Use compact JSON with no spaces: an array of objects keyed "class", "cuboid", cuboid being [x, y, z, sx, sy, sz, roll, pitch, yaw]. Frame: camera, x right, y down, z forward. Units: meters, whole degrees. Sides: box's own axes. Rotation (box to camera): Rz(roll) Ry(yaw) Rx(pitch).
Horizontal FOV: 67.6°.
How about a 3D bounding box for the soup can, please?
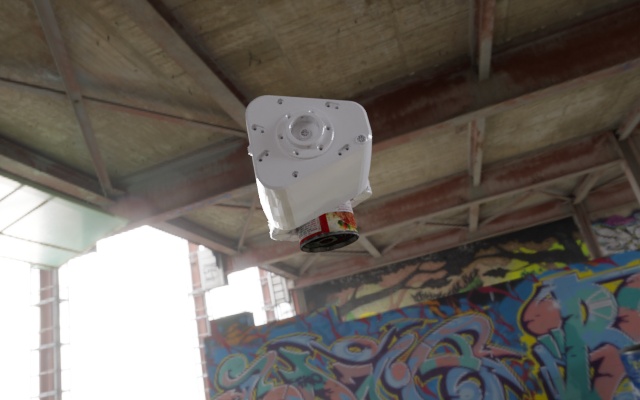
[{"class":"soup can","cuboid":[0.000,0.002,0.553,0.068,0.102,0.068,-11,-20,-4]}]
